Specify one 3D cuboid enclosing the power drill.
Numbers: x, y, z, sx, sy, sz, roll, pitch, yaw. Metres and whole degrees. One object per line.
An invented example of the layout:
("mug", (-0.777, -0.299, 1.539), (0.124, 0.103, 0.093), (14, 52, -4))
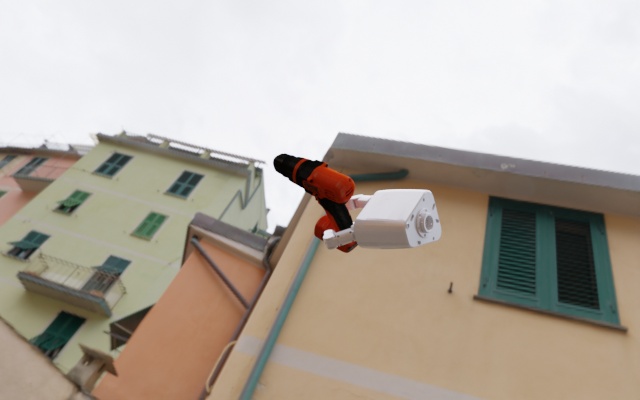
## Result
("power drill", (0.000, 0.003, 0.883), (0.184, 0.188, 0.057), (27, 62, 40))
